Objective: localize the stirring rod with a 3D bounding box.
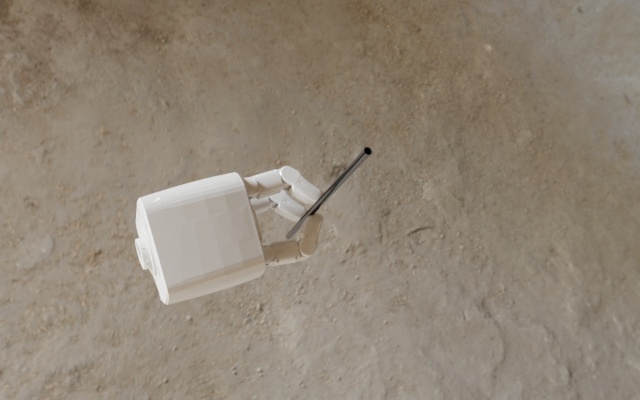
[{"bbox_3d":[0.000,0.002,0.531,0.011,0.011,0.240,0,-23,-22],"label":"stirring rod"}]
